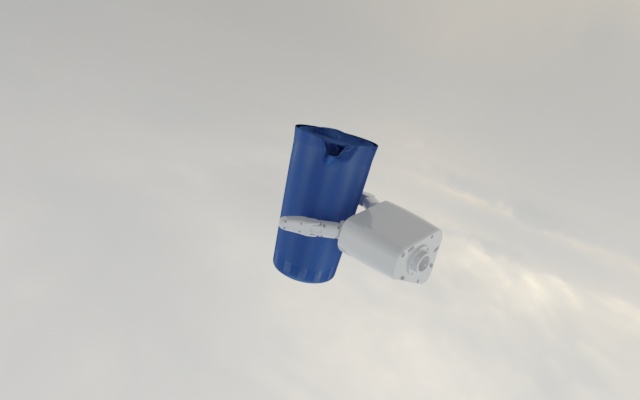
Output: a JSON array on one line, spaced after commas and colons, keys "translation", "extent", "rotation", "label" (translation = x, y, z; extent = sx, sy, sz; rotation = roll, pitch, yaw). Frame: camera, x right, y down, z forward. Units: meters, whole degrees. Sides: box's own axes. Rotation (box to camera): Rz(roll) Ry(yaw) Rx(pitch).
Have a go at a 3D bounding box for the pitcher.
[{"translation": [0.000, 0.003, 0.781], "extent": [0.149, 0.243, 0.145], "rotation": [-1, 22, -45], "label": "pitcher"}]
